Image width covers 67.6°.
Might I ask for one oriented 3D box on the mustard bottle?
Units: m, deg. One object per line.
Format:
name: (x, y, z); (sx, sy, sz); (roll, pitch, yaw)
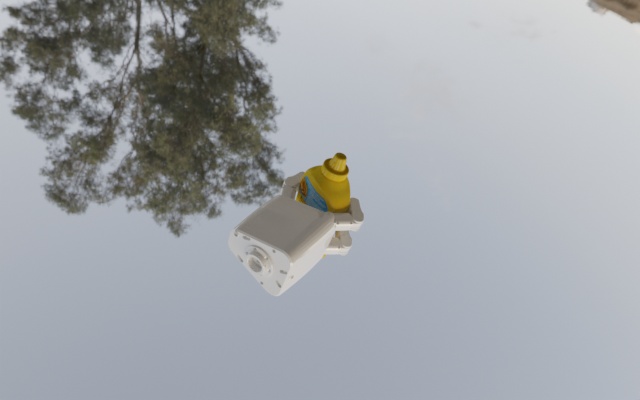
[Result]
mustard bottle: (0.000, 0.003, 0.755); (0.058, 0.192, 0.096); (-10, 51, -33)
